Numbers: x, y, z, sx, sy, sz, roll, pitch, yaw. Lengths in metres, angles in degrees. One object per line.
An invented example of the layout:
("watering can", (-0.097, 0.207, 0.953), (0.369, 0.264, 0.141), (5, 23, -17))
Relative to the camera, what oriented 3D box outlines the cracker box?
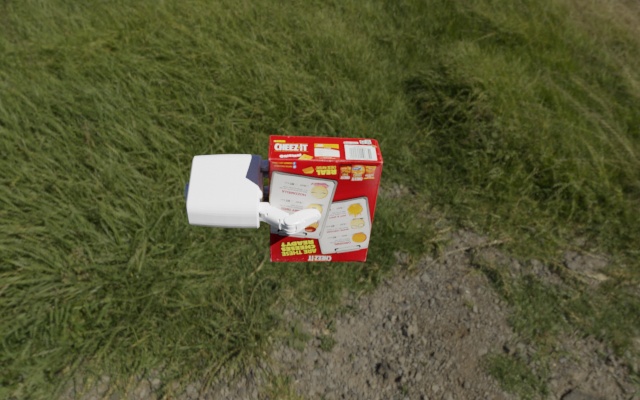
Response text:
("cracker box", (0.000, 0.002, 0.758), (0.164, 0.214, 0.072), (1, 42, -4))
